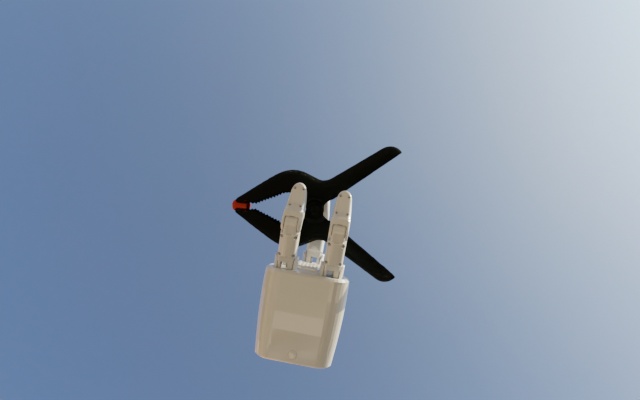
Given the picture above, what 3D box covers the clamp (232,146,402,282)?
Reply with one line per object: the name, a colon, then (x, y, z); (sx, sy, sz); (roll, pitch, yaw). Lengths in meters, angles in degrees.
clamp: (0.000, 0.002, 0.588); (0.210, 0.164, 0.036); (10, -2, 3)
